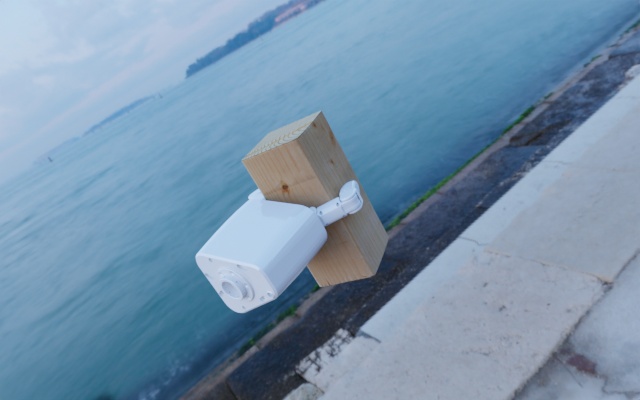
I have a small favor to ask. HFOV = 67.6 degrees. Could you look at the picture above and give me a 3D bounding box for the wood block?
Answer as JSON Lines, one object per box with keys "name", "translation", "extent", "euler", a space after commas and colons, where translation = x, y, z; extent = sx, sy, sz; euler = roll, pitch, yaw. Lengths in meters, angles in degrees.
{"name": "wood block", "translation": [0.000, 0.002, 0.632], "extent": [0.091, 0.206, 0.090], "euler": [-17, 24, 30]}
